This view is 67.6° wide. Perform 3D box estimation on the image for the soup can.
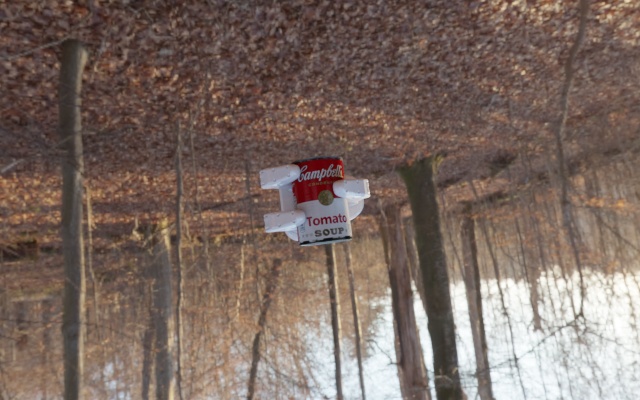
[{"bbox_3d":[0.000,0.002,0.590,0.068,0.102,0.068,-7,-7,-1],"label":"soup can"}]
